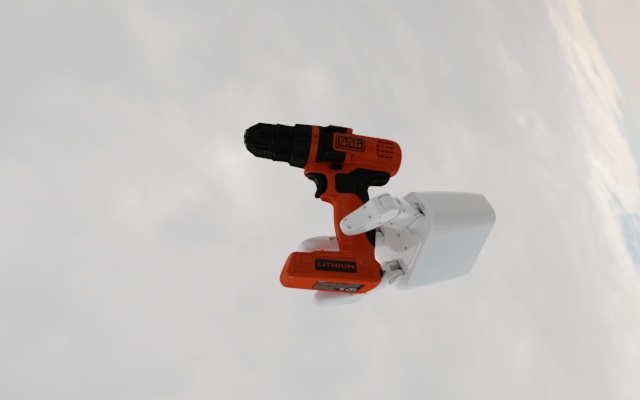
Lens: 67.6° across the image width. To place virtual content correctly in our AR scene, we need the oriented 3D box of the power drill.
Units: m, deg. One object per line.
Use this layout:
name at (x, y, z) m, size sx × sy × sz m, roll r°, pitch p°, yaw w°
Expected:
power drill at (0.000, 0.002, 0.524) m, size 0.184 × 0.187 × 0.057 m, roll 7°, pitch -23°, yaw -7°
